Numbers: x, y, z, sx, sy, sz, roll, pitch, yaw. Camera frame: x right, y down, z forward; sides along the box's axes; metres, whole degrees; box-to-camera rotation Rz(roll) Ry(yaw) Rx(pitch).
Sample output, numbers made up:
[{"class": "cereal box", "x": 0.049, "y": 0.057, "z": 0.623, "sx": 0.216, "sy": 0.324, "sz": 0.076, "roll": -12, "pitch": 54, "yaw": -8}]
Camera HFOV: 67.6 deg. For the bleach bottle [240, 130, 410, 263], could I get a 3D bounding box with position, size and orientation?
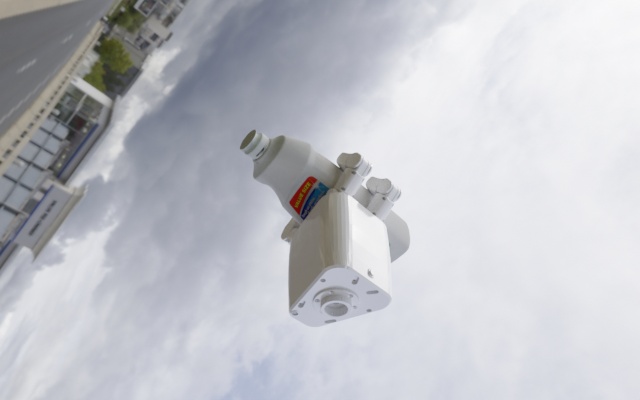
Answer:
[{"class": "bleach bottle", "x": 0.000, "y": 0.002, "z": 0.602, "sx": 0.102, "sy": 0.068, "sz": 0.251, "roll": -36, "pitch": -57, "yaw": 29}]
